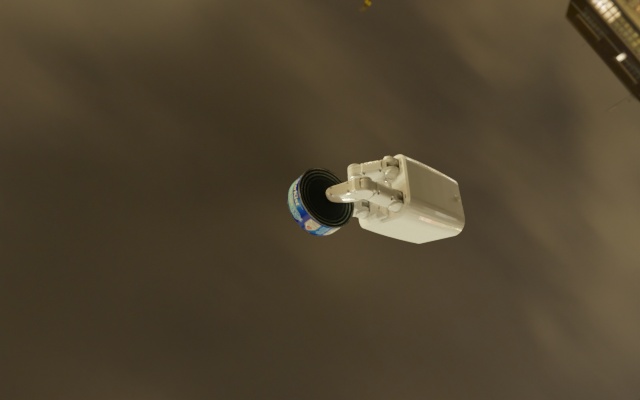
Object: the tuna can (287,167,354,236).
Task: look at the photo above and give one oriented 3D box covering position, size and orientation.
[{"bbox_3d":[0.000,0.002,0.621,0.086,0.086,0.034,0,-25,-38],"label":"tuna can"}]
